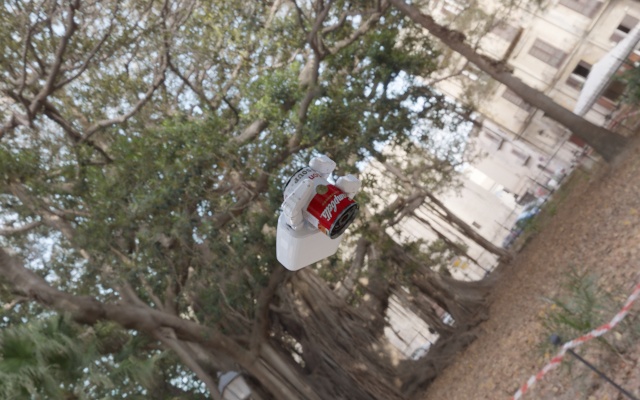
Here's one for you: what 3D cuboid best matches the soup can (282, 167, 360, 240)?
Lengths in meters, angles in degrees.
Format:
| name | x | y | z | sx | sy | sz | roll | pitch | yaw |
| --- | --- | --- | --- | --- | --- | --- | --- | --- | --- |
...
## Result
| name | x | y | z | sx | sy | sz | roll | pitch | yaw |
| --- | --- | --- | --- | --- | --- | --- | --- | --- | --- |
| soup can | 0.000 | 0.002 | 0.733 | 0.102 | 0.068 | 0.068 | 38 | 16 | 21 |
